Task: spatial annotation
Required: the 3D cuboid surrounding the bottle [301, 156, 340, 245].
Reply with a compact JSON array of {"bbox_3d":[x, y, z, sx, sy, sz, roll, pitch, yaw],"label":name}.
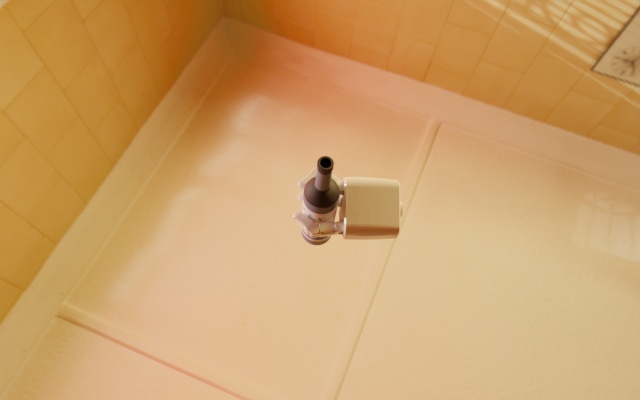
[{"bbox_3d":[0.000,0.003,0.896,0.069,0.069,0.296,0,-25,-4],"label":"bottle"}]
